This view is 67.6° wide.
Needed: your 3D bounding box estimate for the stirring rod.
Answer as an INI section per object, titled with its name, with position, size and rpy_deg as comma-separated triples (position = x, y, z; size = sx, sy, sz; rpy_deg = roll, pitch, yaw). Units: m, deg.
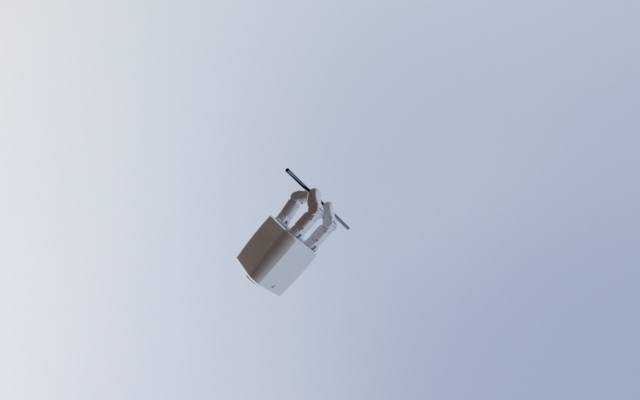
[stirring rod]
position = 0.000, 0.003, 0.898
size = 0.011, 0.011, 0.240
rpy_deg = 0, -27, 32
